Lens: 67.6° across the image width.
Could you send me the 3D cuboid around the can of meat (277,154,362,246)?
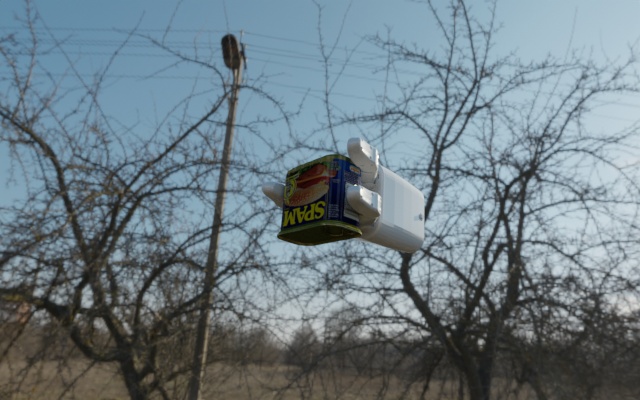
[{"bbox_3d":[0.000,0.002,0.553,0.057,0.084,0.102,21,-25,-39],"label":"can of meat"}]
